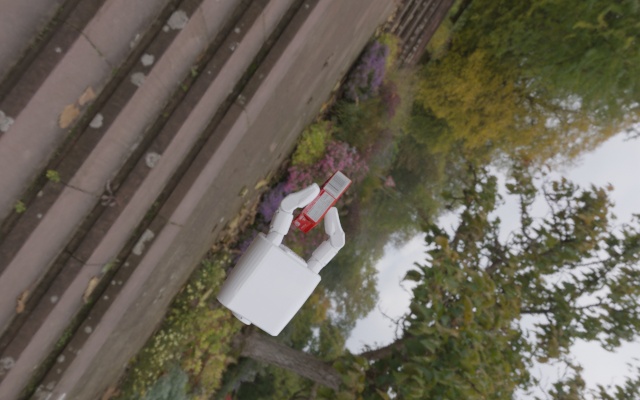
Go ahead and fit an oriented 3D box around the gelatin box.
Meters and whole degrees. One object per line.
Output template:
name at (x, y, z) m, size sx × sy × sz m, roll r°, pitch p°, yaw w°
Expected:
gelatin box at (0.001, 0.002, 0.709) m, size 0.030 × 0.089 × 0.073 m, roll 41°, pitch -18°, yaw -3°
